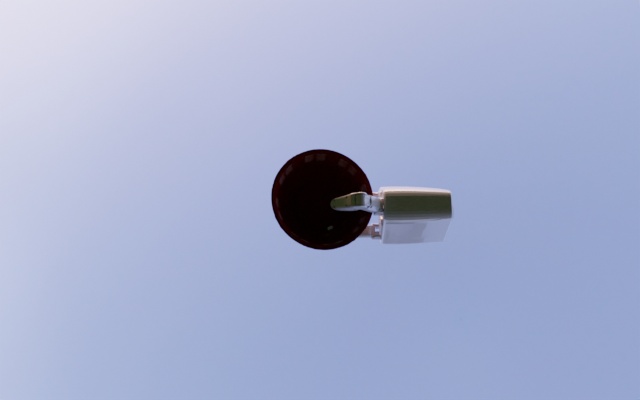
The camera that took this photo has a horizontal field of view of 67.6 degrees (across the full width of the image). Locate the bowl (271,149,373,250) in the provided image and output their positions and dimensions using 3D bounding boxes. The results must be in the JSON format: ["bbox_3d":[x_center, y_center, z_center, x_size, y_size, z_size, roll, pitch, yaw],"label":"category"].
[{"bbox_3d":[-0.001,0.002,0.763,0.162,0.162,0.055,0,-14,-10],"label":"bowl"}]
